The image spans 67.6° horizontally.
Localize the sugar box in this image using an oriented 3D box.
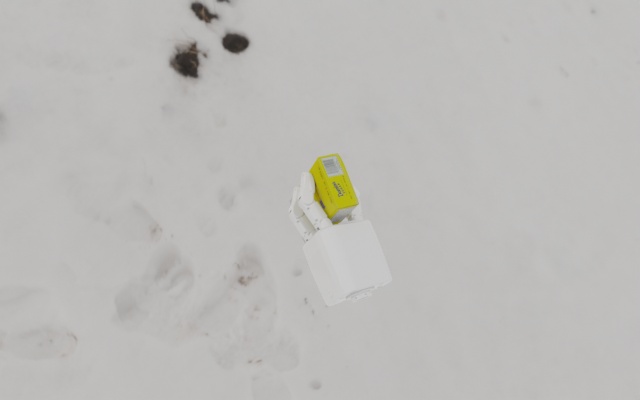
[{"bbox_3d":[0.000,0.003,0.808,0.048,0.093,0.176,-11,-20,-26],"label":"sugar box"}]
